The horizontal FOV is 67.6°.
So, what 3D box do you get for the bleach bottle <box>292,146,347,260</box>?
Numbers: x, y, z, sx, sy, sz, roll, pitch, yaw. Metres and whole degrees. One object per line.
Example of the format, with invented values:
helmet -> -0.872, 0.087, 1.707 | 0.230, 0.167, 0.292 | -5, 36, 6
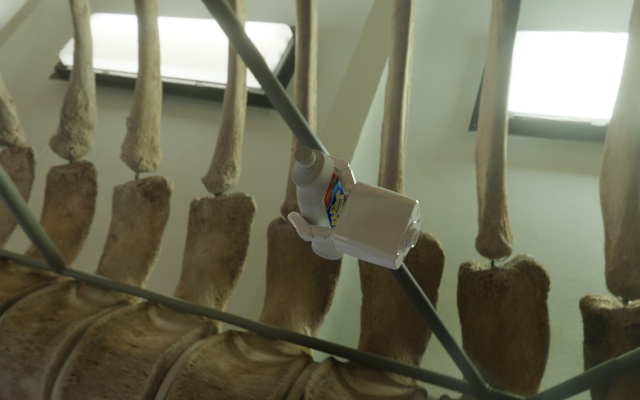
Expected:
bleach bottle -> 0.000, 0.003, 0.811 | 0.068, 0.102, 0.251 | 18, -25, 25
